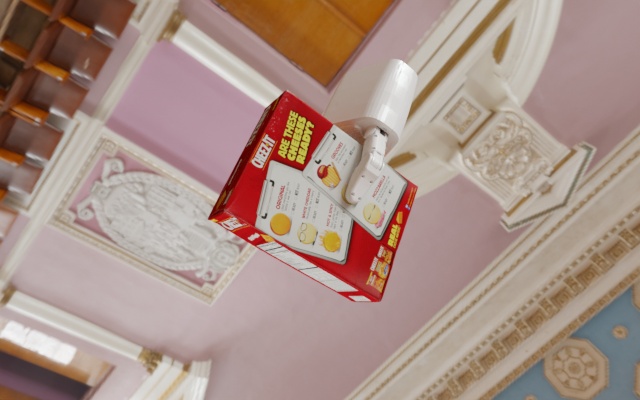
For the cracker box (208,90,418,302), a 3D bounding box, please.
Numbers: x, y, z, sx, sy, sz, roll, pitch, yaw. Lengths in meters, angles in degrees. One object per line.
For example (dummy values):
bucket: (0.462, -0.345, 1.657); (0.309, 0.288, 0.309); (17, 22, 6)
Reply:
cracker box: (0.000, 0.002, 0.569); (0.214, 0.164, 0.072); (33, -26, -21)
